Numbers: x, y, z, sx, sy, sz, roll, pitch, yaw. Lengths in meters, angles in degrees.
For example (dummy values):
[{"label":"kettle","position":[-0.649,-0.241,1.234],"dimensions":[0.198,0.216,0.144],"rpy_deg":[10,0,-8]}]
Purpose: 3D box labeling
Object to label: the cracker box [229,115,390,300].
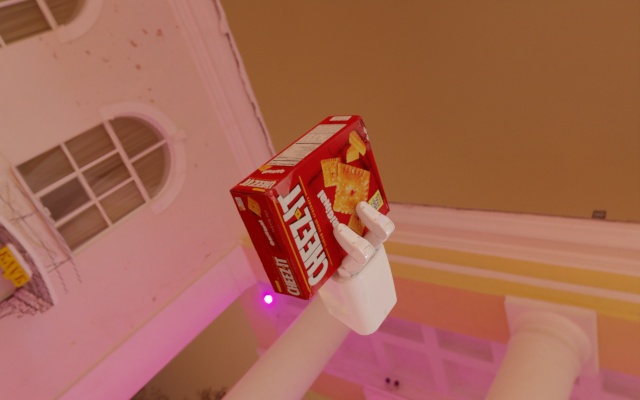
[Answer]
[{"label":"cracker box","position":[0.000,0.002,0.648],"dimensions":[0.072,0.164,0.213],"rpy_deg":[4,35,40]}]
